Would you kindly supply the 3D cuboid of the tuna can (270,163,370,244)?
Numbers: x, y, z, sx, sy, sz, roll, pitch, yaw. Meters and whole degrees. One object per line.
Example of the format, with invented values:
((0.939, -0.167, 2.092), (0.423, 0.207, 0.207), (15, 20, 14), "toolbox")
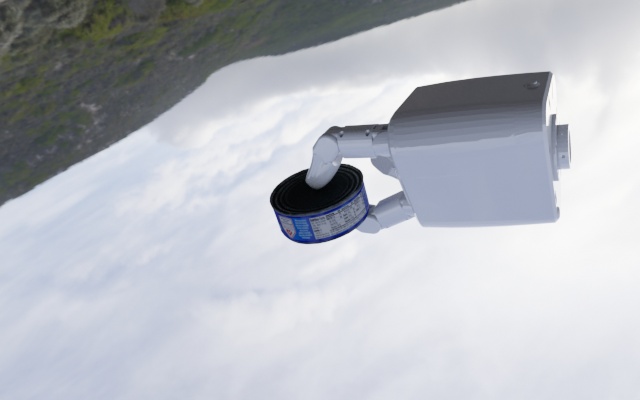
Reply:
((0.000, 0.002, 0.429), (0.086, 0.034, 0.086), (-13, 29, 7), "tuna can")
